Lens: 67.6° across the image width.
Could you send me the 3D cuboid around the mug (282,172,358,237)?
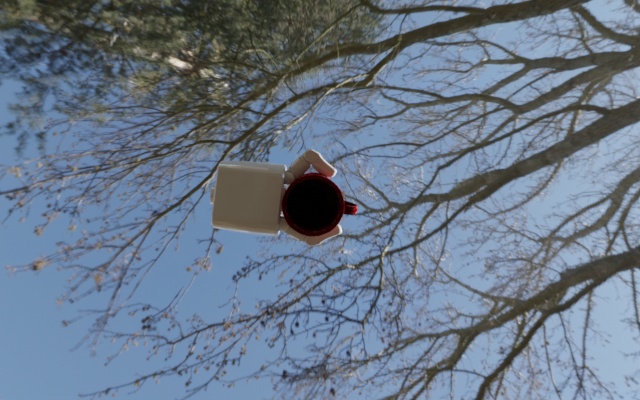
[{"bbox_3d":[0.002,0.003,0.743,0.117,0.093,0.081,7,10,-3],"label":"mug"}]
